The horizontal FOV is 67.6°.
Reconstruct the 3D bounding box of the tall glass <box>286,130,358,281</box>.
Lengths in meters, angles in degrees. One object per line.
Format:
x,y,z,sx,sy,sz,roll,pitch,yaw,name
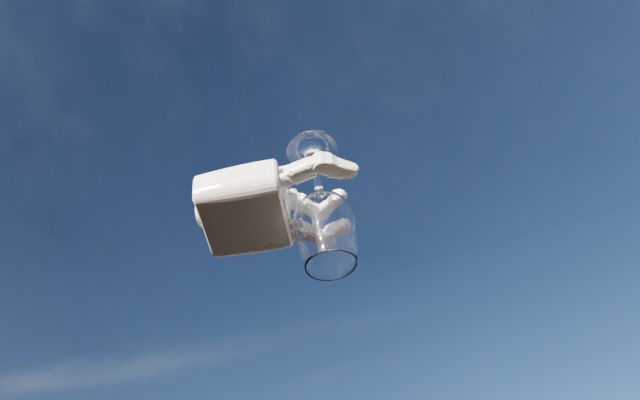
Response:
0.000,0.001,0.610,0.079,0.200,0.079,-5,-42,-5,tall glass
